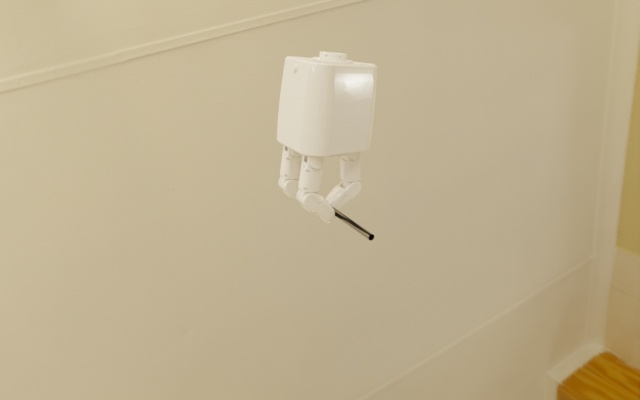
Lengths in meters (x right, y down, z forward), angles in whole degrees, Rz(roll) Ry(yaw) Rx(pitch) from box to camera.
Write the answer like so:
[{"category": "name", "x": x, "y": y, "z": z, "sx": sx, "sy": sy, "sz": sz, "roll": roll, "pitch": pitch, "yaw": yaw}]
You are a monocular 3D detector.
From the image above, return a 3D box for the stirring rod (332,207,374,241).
[{"category": "stirring rod", "x": 0.000, "y": 0.002, "z": 0.638, "sx": 0.011, "sy": 0.011, "sz": 0.239, "roll": 0, "pitch": 19, "yaw": -31}]
